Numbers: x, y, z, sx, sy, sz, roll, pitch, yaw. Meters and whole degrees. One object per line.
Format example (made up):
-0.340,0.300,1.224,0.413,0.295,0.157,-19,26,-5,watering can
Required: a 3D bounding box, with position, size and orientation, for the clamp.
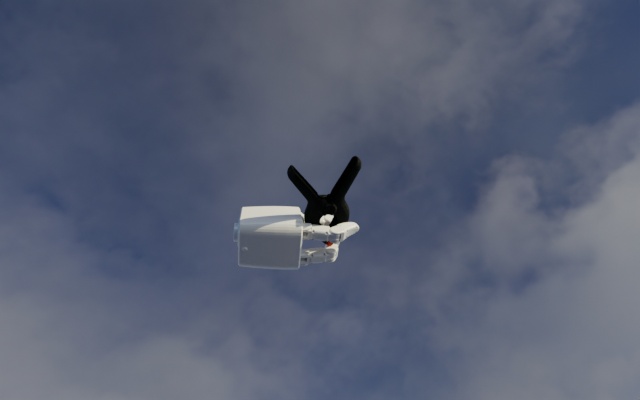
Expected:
0.000,0.002,0.803,0.120,0.172,0.039,2,31,-8,clamp
